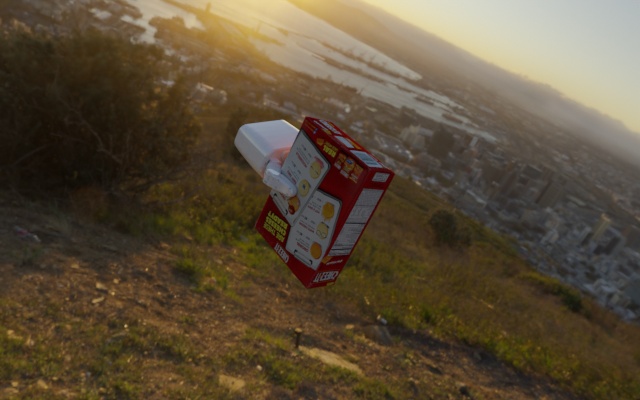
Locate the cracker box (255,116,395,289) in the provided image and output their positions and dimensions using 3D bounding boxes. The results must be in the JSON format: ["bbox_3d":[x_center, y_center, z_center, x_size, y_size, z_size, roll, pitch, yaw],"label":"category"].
[{"bbox_3d":[0.000,0.002,0.747,0.072,0.214,0.164,3,31,-44],"label":"cracker box"}]
